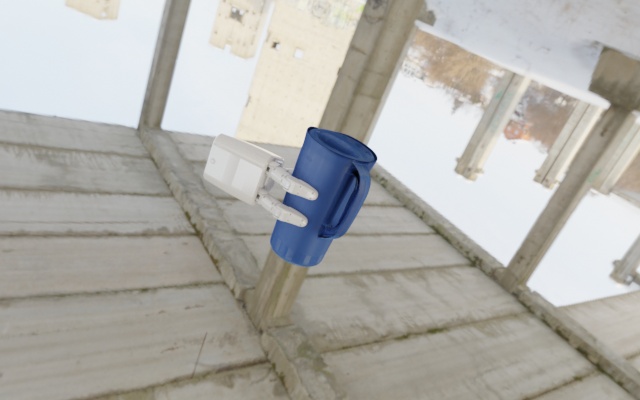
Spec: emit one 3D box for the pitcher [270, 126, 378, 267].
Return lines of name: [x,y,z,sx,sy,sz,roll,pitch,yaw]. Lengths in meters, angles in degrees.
pitcher: [0.000,0.003,0.860,0.145,0.243,0.149,26,23,6]
